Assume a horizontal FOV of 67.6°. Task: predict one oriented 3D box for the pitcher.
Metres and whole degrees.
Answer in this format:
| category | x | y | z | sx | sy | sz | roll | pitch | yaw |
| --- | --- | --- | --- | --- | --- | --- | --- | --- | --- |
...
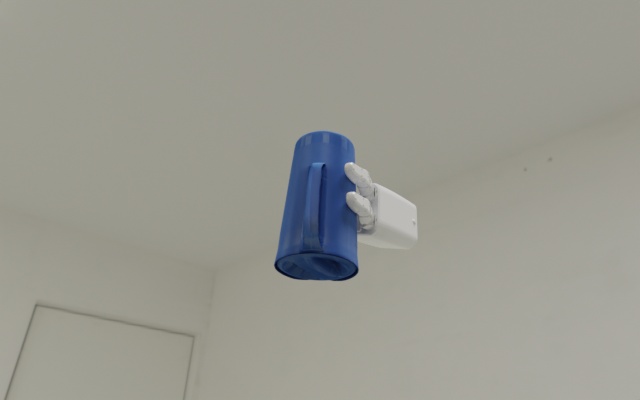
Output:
| category | x | y | z | sx | sy | sz | roll | pitch | yaw |
| --- | --- | --- | --- | --- | --- | --- | --- | --- | --- |
| pitcher | 0.000 | 0.003 | 0.793 | 0.145 | 0.242 | 0.149 | 23 | -33 | -32 |
